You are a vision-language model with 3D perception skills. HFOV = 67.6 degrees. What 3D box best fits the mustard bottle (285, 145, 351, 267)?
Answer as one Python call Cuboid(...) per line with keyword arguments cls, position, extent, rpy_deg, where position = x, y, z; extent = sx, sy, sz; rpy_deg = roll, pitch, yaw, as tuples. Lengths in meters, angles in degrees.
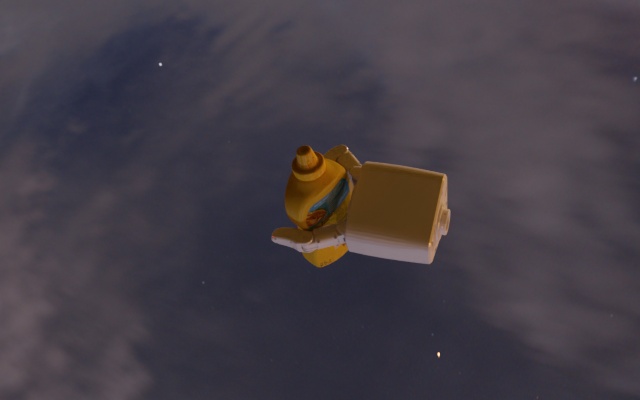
Cuboid(cls="mustard bottle", position=(0.000, 0.002, 0.630), extent=(0.096, 0.192, 0.058), rpy_deg=(-42, 53, -20))
